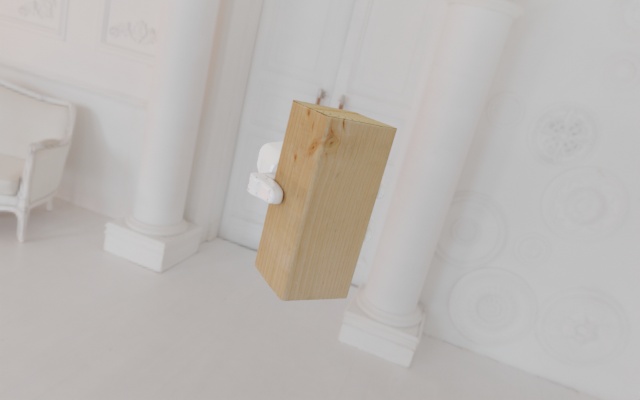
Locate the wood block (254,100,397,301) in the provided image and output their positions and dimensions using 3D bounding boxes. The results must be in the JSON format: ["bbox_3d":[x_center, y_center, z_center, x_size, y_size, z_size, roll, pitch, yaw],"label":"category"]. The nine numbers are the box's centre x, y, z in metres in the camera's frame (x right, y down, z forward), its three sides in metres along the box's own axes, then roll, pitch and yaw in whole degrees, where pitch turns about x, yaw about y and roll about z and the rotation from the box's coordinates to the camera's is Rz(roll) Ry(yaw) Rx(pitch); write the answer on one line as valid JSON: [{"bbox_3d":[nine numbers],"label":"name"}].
[{"bbox_3d":[0.000,0.001,0.546,0.091,0.206,0.090,5,18,-31],"label":"wood block"}]
